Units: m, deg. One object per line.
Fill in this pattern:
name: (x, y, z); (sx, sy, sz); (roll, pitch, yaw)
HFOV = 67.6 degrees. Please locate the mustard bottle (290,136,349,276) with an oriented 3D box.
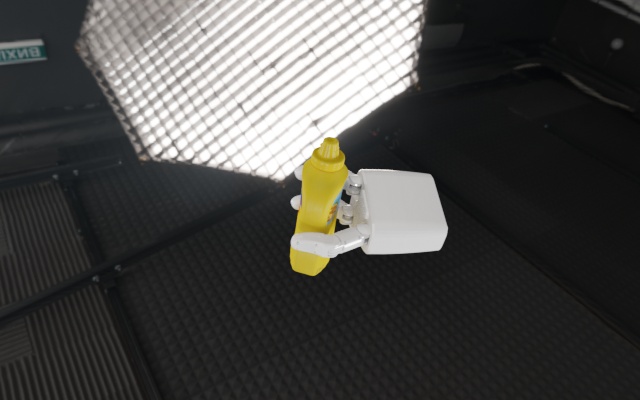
mustard bottle: (0.000, 0.002, 0.628); (0.058, 0.192, 0.096); (16, 39, 6)
